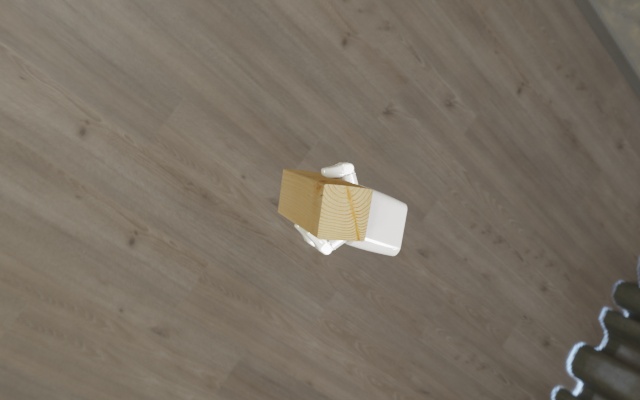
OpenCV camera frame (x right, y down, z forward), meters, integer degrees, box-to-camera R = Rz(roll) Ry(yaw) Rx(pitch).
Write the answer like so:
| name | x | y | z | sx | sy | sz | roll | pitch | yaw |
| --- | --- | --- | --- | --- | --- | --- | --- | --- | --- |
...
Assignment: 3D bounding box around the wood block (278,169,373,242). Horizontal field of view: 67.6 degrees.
| name | x | y | z | sx | sy | sz | roll | pitch | yaw |
| --- | --- | --- | --- | --- | --- | --- | --- | --- | --- |
| wood block | 0.001 | 0.003 | 0.856 | 0.090 | 0.091 | 0.206 | 5 | 8 | -24 |
